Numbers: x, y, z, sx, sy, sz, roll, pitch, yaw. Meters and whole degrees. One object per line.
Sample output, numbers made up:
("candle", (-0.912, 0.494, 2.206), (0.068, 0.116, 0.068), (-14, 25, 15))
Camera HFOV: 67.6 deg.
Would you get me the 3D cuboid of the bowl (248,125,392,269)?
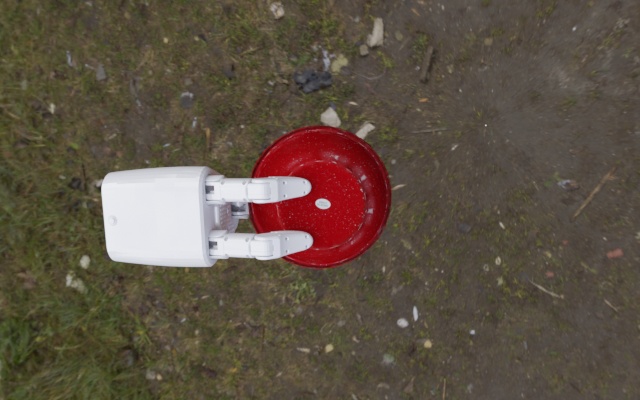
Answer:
("bowl", (0.001, 0.001, 0.508), (0.162, 0.162, 0.055), (0, 9, -2))
